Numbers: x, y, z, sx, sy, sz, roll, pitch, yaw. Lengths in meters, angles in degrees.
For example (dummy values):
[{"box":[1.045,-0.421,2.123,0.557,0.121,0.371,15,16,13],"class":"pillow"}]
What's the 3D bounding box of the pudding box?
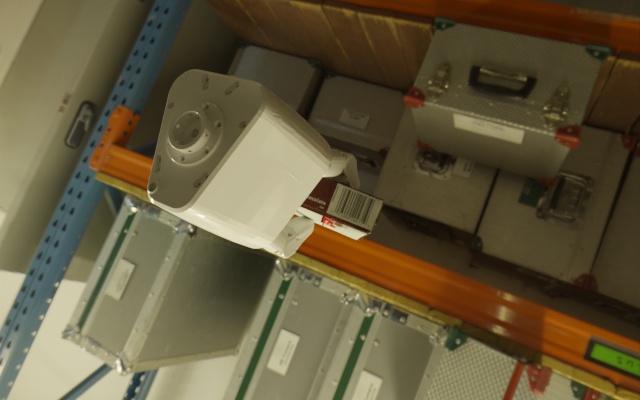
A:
[{"box":[0.000,0.002,0.482,0.113,0.039,0.090,23,-8,1],"class":"pudding box"}]
